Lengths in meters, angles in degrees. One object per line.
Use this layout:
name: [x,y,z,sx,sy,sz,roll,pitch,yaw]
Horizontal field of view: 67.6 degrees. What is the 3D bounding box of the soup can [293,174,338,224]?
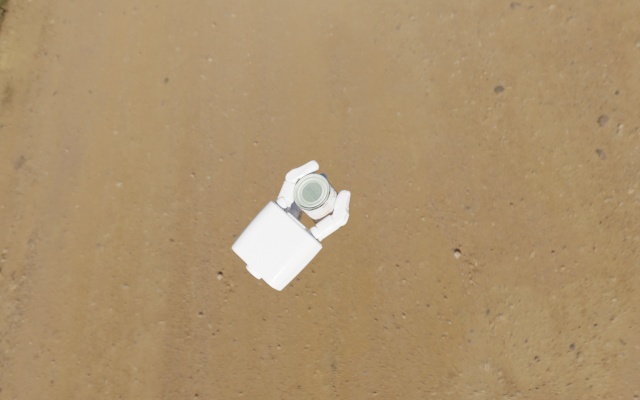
soup can: [0.000,0.002,0.834,0.068,0.068,0.102,0,-21,20]
